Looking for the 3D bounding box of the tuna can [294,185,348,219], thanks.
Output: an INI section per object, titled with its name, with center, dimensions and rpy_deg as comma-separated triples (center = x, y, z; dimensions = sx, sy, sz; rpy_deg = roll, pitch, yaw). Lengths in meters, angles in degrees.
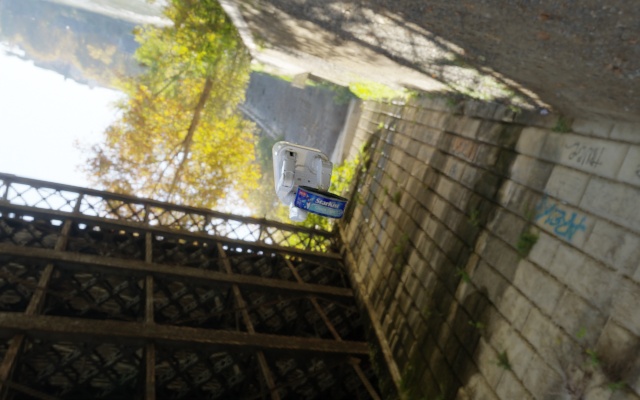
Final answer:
[tuna can]
center = 0.000, 0.003, 0.791
dimensions = 0.086, 0.034, 0.086
rpy_deg = 16, 6, -2
